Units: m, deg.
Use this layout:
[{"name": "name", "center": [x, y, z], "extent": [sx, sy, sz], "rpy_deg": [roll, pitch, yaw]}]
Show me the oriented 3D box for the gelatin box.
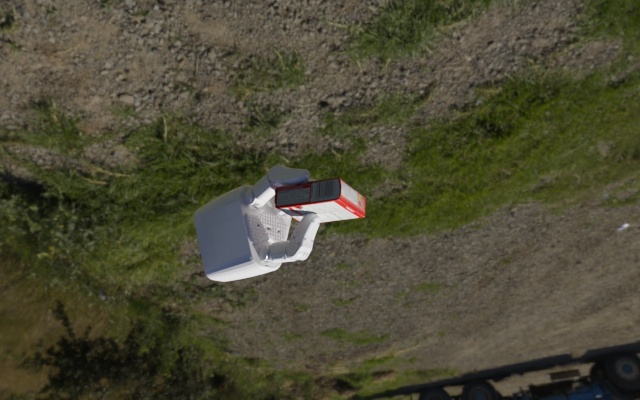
[{"name": "gelatin box", "center": [0.000, 0.002, 0.580], "extent": [0.089, 0.030, 0.073], "rpy_deg": [-8, -21, 28]}]
